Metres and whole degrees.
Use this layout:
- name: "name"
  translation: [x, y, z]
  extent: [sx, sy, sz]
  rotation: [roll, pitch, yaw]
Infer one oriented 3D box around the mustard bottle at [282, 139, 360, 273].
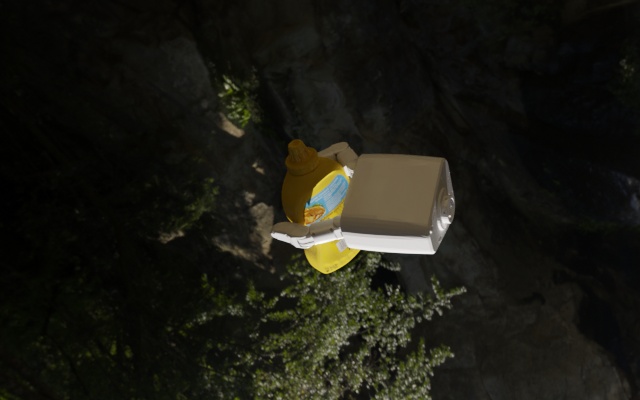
- name: "mustard bottle"
  translation: [0.000, 0.002, 0.619]
  extent: [0.096, 0.192, 0.058]
  rotation: [-41, 42, -20]
